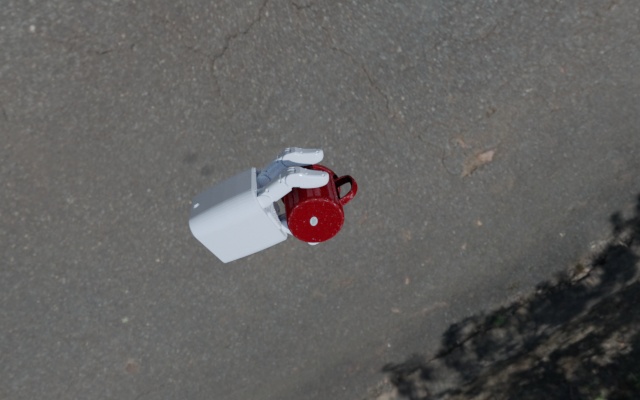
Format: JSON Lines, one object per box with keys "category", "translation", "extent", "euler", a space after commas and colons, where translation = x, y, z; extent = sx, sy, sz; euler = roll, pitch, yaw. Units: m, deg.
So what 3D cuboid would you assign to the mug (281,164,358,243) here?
{"category": "mug", "translation": [0.001, 0.002, 0.688], "extent": [0.117, 0.093, 0.081], "euler": [-24, 35, 9]}
